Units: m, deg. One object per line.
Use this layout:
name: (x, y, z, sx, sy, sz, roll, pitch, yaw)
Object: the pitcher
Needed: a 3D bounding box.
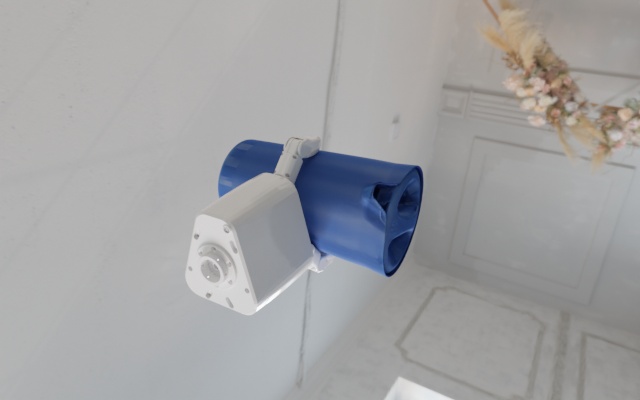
pitcher: (0.000, 0.002, 0.607, 0.243, 0.149, 0.145, 16, 30, 25)
